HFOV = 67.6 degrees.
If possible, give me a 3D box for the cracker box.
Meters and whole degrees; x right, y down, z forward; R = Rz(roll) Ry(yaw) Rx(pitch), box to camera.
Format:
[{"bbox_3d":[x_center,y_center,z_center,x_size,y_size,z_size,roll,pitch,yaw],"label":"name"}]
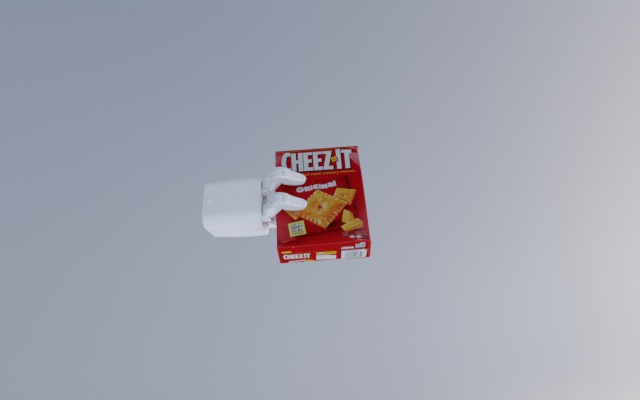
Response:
[{"bbox_3d":[0.000,0.003,0.884,0.164,0.213,0.072,-4,-33,-1],"label":"cracker box"}]
